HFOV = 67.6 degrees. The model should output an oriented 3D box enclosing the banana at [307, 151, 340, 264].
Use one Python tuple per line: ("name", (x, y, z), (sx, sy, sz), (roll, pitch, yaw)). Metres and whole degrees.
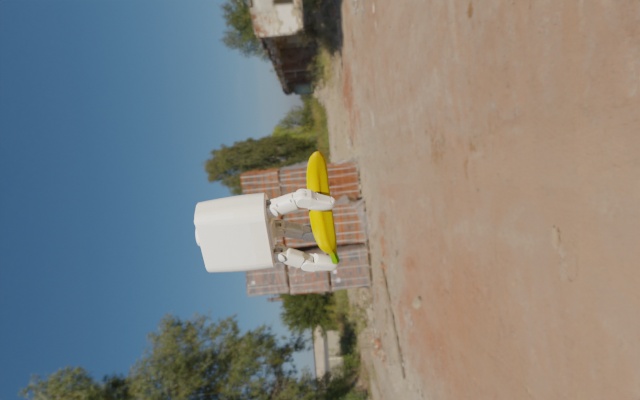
("banana", (-0.001, -0.001, 0.756), (0.037, 0.197, 0.070), (-8, -22, 2))
